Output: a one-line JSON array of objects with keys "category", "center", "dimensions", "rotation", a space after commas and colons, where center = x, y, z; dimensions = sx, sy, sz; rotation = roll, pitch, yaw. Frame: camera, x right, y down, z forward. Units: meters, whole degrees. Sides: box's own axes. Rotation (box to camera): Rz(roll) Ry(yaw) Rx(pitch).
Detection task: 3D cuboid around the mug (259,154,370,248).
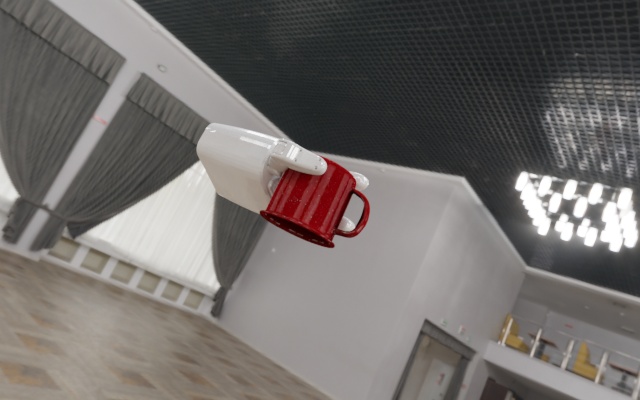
[{"category": "mug", "center": [0.001, 0.002, 0.538], "dimensions": [0.117, 0.081, 0.093], "rotation": [19, -14, 24]}]
